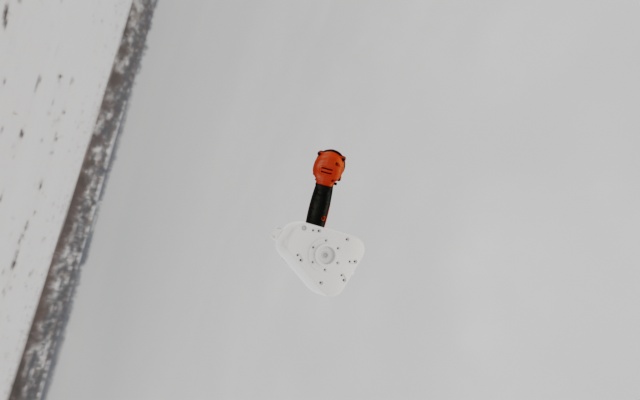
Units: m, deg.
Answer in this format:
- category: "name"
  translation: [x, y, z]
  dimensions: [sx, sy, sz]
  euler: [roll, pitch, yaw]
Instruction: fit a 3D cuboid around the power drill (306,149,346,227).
- category: "power drill"
  translation: [0.000, 0.003, 0.834]
  dimensions: [0.057, 0.188, 0.184]
  euler: [13, 10, 4]
